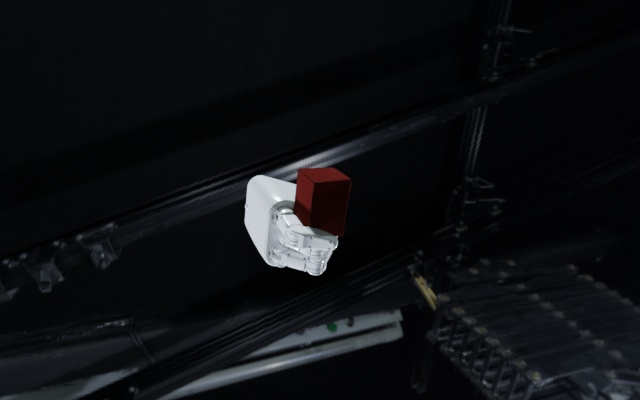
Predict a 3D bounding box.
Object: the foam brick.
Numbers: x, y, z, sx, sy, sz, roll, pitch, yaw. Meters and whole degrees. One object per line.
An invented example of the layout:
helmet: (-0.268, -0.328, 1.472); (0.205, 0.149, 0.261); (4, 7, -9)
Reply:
foam brick: (0.000, 0.002, 0.601); (0.053, 0.078, 0.051); (-3, 25, -26)
